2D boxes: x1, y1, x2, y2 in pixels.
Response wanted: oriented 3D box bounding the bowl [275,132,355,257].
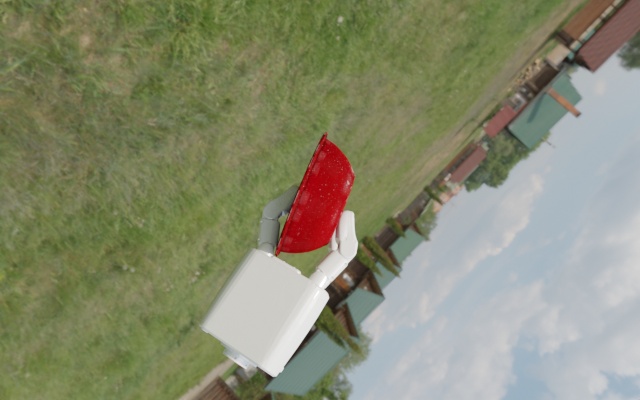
[{"bbox_3d":[0.001,0.001,0.580,0.055,0.162,0.162,22,0,0],"label":"bowl"}]
